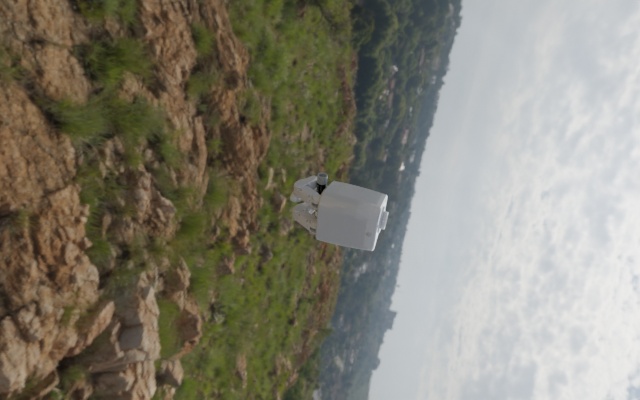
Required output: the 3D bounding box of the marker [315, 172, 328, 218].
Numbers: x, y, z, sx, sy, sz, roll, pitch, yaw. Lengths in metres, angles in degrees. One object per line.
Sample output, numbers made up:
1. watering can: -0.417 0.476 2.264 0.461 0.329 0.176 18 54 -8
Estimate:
1. marker: 0.000 0.003 0.888 0.020 0.121 0.020 3 37 -2
